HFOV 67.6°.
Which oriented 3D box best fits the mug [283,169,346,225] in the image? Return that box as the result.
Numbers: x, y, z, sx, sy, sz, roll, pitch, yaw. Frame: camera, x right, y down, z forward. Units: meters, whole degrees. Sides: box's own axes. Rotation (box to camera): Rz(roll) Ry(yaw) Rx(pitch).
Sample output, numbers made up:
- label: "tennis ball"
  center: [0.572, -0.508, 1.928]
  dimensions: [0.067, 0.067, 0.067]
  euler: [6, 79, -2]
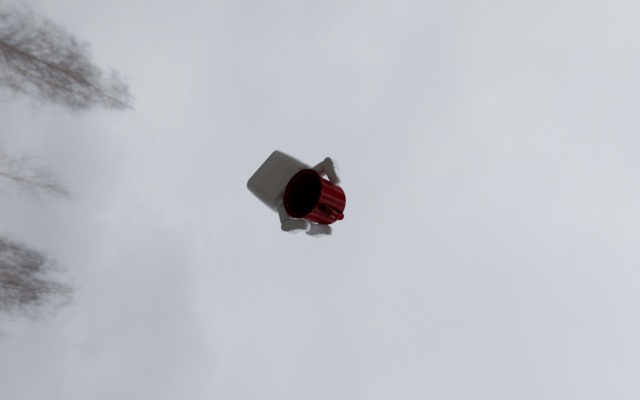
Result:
- label: "mug"
  center: [0.001, 0.003, 0.867]
  dimensions: [0.081, 0.093, 0.117]
  euler: [23, 8, -46]
